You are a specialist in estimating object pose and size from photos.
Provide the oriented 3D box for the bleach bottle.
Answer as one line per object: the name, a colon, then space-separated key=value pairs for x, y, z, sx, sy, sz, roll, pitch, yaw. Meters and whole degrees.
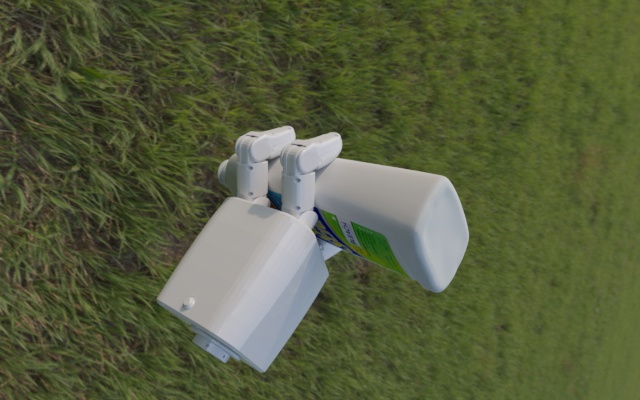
bleach bottle: x=0.000 y=0.001 z=0.439 sx=0.251 sy=0.068 sz=0.103 roll=15 pitch=-28 yaw=38
